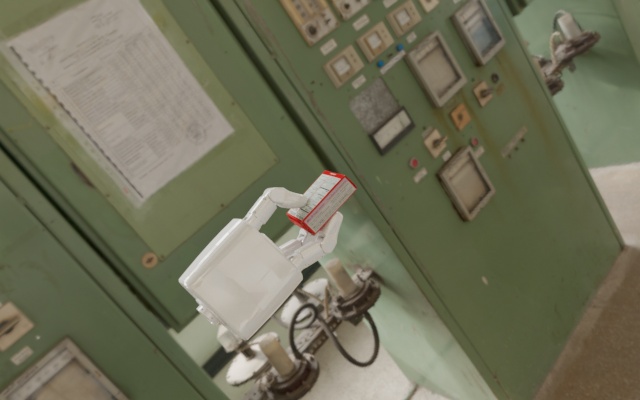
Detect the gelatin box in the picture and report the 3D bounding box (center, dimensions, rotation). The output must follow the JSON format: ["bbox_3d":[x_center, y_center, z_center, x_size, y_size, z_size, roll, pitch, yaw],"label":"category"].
[{"bbox_3d":[0.000,0.002,0.658,0.030,0.089,0.073,45,-8,-20],"label":"gelatin box"}]
